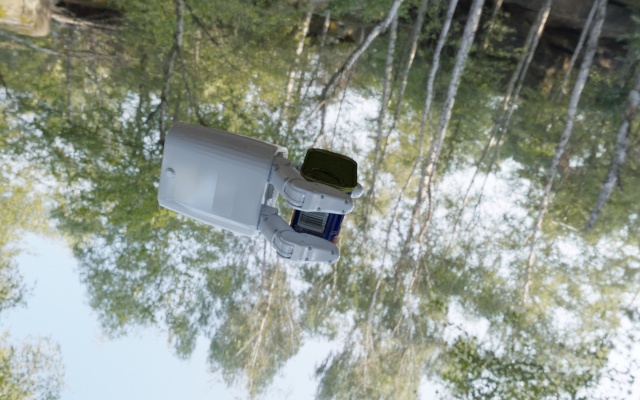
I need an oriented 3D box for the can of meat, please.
[{"bbox_3d":[0.000,0.002,0.503,0.057,0.084,0.102,16,22,-2],"label":"can of meat"}]
